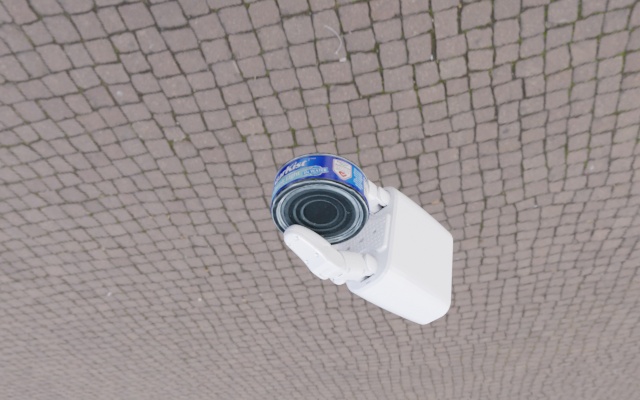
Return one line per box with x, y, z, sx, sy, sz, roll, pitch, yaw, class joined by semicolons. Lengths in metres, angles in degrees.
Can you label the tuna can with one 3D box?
0.000;0.002;0.415;0.086;0.033;0.086;2;-44;2;tuna can
